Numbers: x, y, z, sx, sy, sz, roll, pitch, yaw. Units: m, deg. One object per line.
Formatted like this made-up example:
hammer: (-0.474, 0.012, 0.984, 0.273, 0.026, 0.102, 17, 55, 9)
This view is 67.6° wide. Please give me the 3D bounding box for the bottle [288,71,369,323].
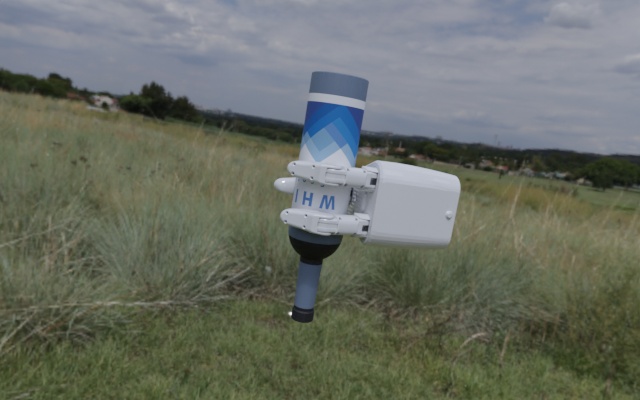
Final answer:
bottle: (0.000, 0.002, 0.569, 0.069, 0.296, 0.069, 9, 8, -1)
